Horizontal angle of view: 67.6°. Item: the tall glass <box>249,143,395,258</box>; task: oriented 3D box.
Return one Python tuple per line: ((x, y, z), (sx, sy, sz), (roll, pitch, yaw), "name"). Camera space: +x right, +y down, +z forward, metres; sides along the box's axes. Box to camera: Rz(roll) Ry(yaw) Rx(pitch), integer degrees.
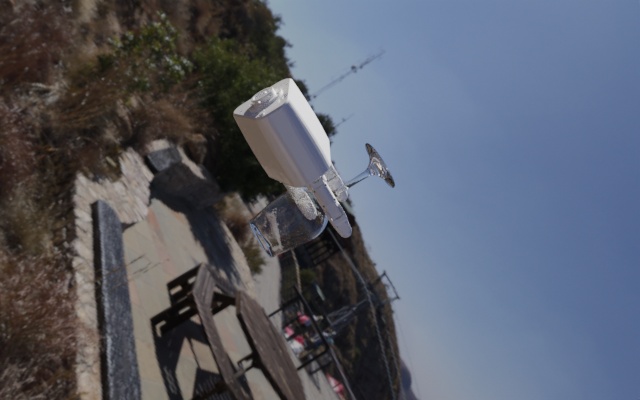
((0.001, 0.002, 0.672), (0.201, 0.079, 0.079), (-32, 1, -2), "tall glass")
